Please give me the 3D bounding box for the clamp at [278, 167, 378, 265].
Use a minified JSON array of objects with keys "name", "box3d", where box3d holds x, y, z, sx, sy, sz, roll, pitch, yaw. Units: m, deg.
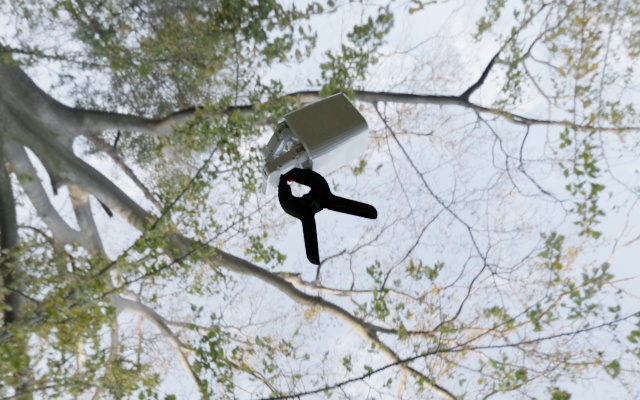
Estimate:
[{"name":"clamp","box3d":[0.000,0.003,0.706,0.120,0.171,0.039,-27,-31,-11]}]
